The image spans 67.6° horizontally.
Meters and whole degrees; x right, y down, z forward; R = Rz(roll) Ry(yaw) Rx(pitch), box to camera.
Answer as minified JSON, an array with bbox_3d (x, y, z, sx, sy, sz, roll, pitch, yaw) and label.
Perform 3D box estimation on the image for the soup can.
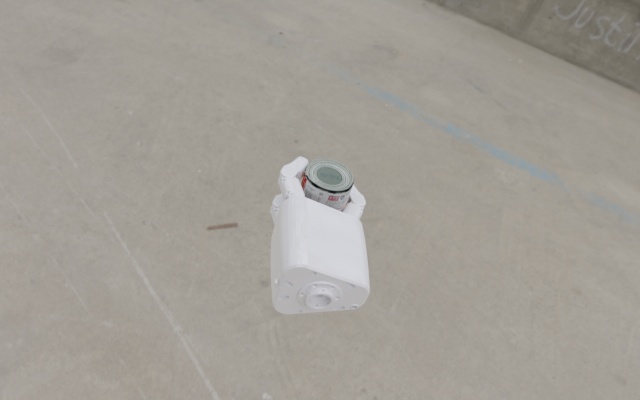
[{"bbox_3d":[0.000,0.002,0.653,0.068,0.102,0.068,10,41,-9],"label":"soup can"}]
